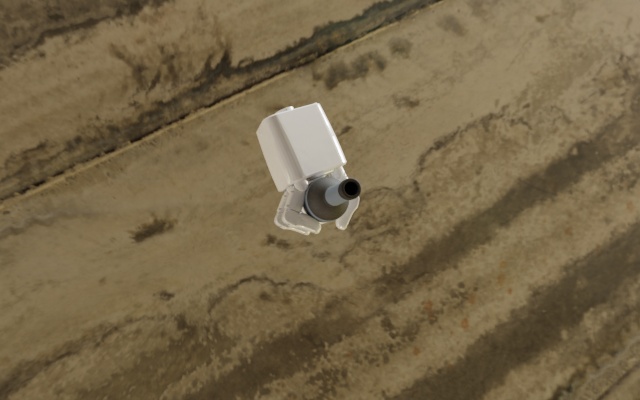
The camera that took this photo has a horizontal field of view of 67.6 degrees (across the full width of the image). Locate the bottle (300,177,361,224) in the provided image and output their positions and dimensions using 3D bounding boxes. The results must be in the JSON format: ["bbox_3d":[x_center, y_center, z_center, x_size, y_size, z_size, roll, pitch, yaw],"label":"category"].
[{"bbox_3d":[0.000,0.003,0.741,0.069,0.069,0.296,0,-7,-15],"label":"bottle"}]
